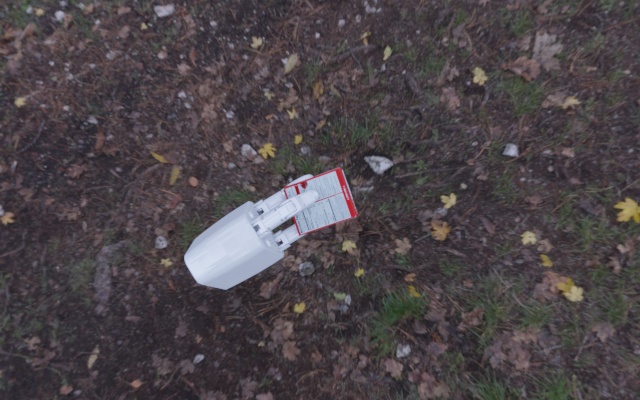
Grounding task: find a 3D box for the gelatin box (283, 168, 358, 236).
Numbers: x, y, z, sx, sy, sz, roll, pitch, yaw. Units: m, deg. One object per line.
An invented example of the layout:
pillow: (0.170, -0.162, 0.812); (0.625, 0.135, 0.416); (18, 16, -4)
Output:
gelatin box: (0.000, 0.002, 0.678); (0.089, 0.073, 0.030); (-19, -3, 9)
